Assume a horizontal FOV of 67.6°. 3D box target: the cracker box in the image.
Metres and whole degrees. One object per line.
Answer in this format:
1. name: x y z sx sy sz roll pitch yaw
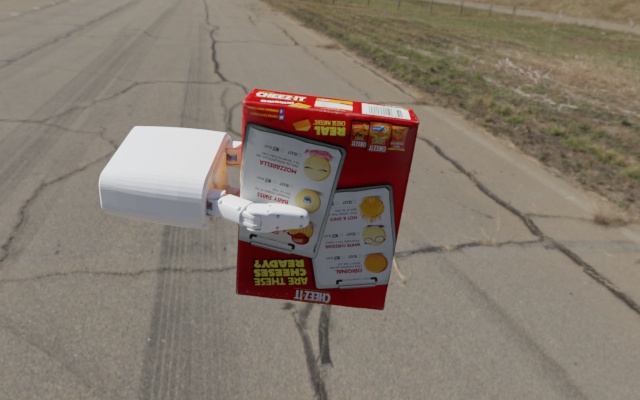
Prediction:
1. cracker box: 0.000 0.002 0.501 0.164 0.214 0.072 6 25 1
